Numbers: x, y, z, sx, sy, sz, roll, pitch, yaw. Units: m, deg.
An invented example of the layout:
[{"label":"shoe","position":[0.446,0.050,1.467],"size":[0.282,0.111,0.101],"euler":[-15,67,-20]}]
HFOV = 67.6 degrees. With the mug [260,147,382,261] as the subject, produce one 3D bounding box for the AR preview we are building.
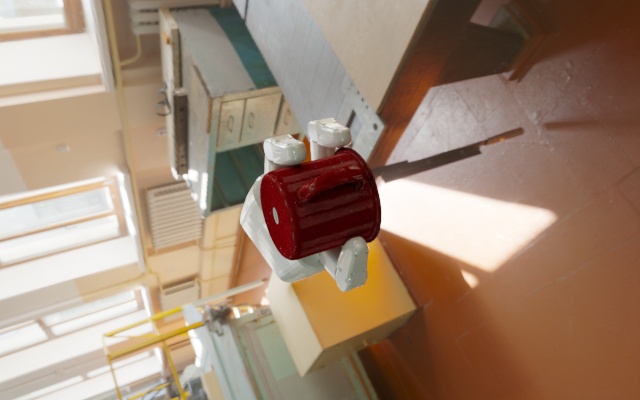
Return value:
[{"label":"mug","position":[0.000,0.001,0.420],"size":[0.081,0.093,0.117],"euler":[-16,-13,-23]}]
